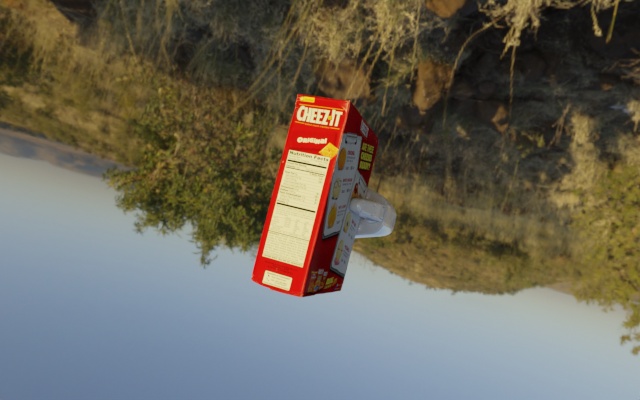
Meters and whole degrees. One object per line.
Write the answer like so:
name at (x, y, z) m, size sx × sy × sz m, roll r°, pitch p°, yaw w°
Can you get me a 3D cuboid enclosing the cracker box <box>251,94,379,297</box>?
cracker box at (0.000, 0.002, 0.577) m, size 0.072 × 0.213 × 0.164 m, roll 12°, pitch -4°, yaw 19°
